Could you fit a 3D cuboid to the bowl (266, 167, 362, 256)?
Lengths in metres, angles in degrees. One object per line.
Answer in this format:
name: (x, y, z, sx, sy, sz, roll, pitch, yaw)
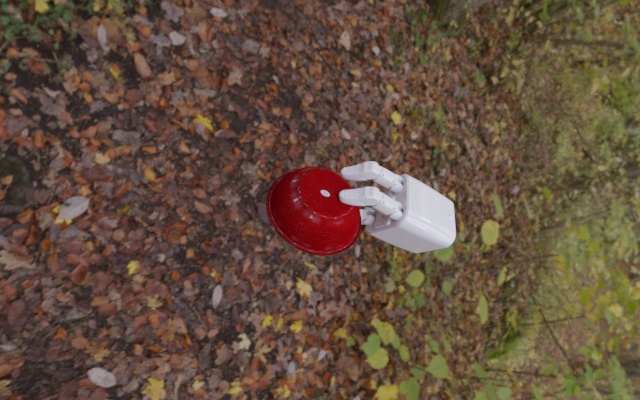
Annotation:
bowl: (-0.001, 0.002, 0.741, 0.162, 0.162, 0.055, 0, -33, -24)
